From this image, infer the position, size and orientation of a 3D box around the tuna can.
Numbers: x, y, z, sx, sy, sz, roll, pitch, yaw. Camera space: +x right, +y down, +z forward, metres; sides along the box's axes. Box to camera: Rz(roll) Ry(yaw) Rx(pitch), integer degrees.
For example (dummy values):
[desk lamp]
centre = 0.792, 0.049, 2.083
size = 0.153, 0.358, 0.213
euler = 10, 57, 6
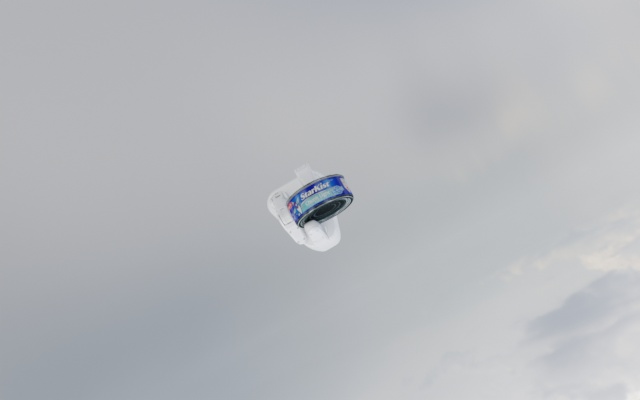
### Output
[tuna can]
centre = 0.000, 0.003, 0.630
size = 0.086, 0.033, 0.086
euler = -25, -17, -8
